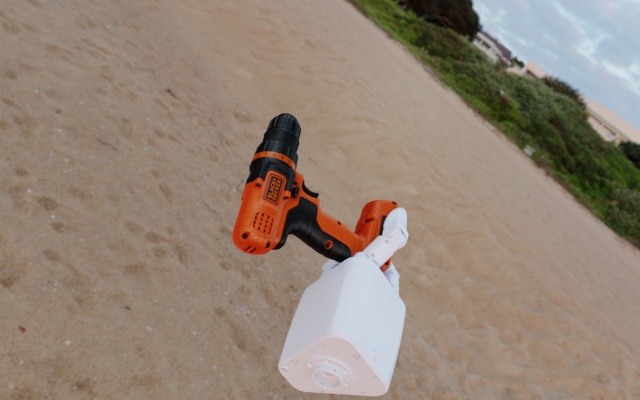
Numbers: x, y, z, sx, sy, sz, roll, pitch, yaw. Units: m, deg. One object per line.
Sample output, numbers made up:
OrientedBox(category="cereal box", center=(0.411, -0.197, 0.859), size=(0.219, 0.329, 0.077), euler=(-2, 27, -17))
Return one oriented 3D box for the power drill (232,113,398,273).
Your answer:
OrientedBox(category="power drill", center=(0.000, 0.002, 0.564), size=(0.188, 0.184, 0.057), euler=(24, -31, -19))
